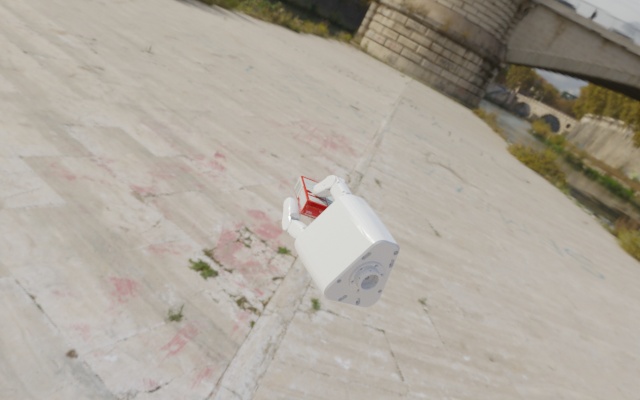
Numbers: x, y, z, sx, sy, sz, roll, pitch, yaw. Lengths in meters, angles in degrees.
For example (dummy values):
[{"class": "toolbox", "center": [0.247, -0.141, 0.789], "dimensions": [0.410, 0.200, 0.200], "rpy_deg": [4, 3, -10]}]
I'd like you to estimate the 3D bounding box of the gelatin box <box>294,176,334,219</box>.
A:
[{"class": "gelatin box", "center": [0.000, 0.002, 0.759], "dimensions": [0.073, 0.030, 0.089], "rpy_deg": [21, 23, -20]}]
